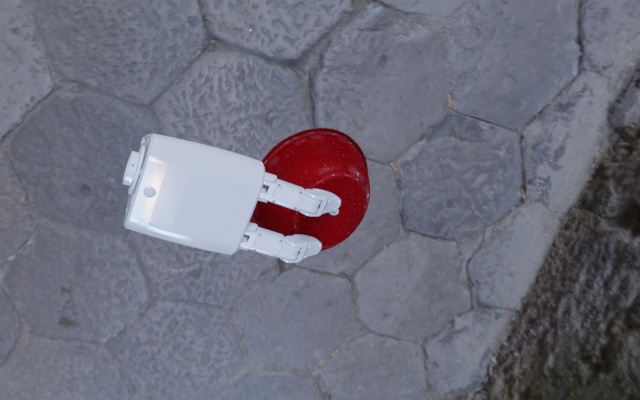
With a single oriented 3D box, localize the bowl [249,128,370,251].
[{"bbox_3d":[0.001,0.002,0.548,0.162,0.162,0.055,0,25,-32],"label":"bowl"}]
